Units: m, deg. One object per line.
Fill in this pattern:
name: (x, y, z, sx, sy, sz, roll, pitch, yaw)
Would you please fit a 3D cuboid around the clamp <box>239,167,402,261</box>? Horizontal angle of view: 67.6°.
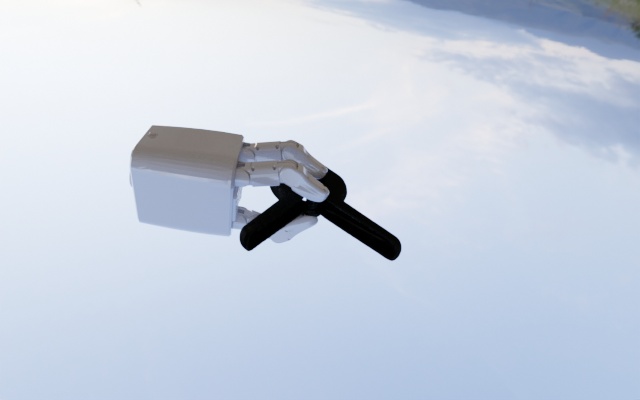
clamp: (0.000, 0.002, 0.550, 0.164, 0.036, 0.209, 10, 28, -7)
